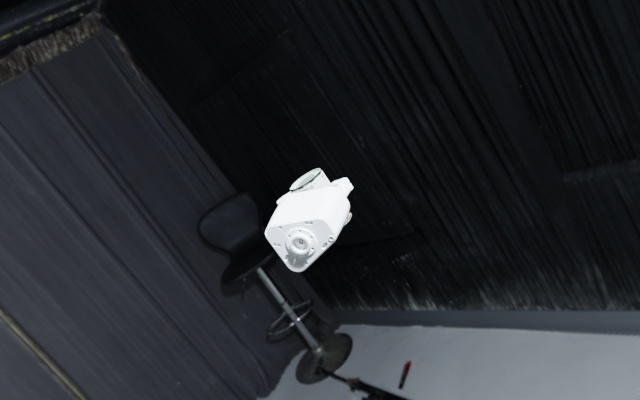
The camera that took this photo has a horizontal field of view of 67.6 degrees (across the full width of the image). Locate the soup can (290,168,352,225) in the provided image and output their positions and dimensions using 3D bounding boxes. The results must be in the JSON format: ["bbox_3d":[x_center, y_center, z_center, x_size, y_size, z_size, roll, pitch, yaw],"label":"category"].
[{"bbox_3d":[0.000,0.002,0.849,0.068,0.102,0.068,-32,15,10],"label":"soup can"}]
